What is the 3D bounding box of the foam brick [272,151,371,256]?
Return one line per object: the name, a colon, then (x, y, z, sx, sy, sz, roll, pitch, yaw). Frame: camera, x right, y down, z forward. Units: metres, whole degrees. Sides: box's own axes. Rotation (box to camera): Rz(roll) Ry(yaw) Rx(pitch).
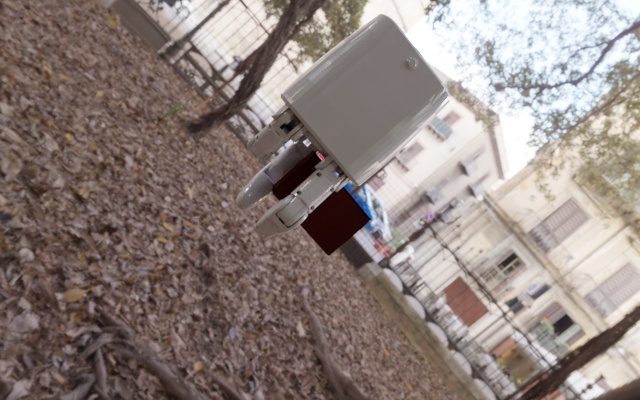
foam brick: (0.000, 0.002, 0.433, 0.051, 0.078, 0.053, -40, 9, 1)
